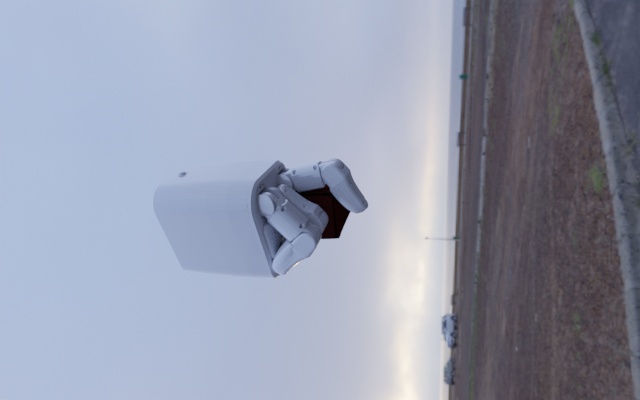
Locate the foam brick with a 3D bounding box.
[{"bbox_3d":[0.000,0.002,0.514,0.051,0.053,0.078,-2,22,16],"label":"foam brick"}]
